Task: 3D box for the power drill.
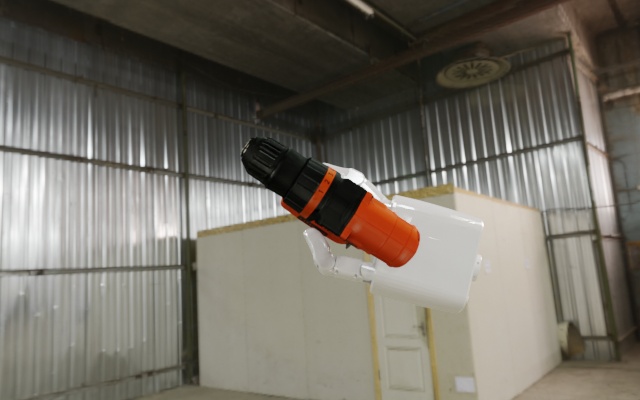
[{"bbox_3d":[0.000,0.002,0.505,0.184,0.057,0.187,34,-3,-6],"label":"power drill"}]
